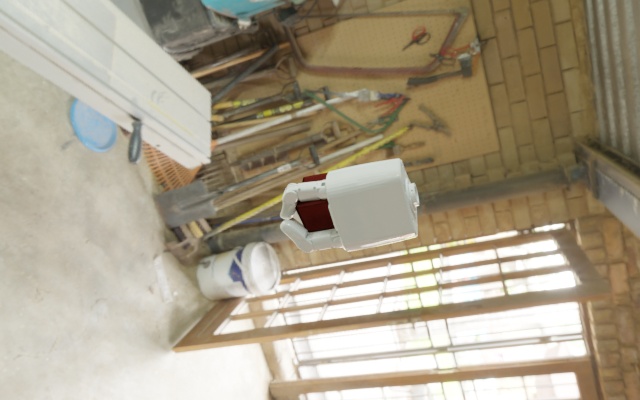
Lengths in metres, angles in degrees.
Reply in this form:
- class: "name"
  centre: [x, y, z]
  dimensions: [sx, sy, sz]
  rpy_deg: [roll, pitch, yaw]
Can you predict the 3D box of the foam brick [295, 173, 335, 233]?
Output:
- class: "foam brick"
  centre: [0.000, 0.002, 0.718]
  dimensions: [0.051, 0.053, 0.078]
  rpy_deg: [-12, 36, 18]
